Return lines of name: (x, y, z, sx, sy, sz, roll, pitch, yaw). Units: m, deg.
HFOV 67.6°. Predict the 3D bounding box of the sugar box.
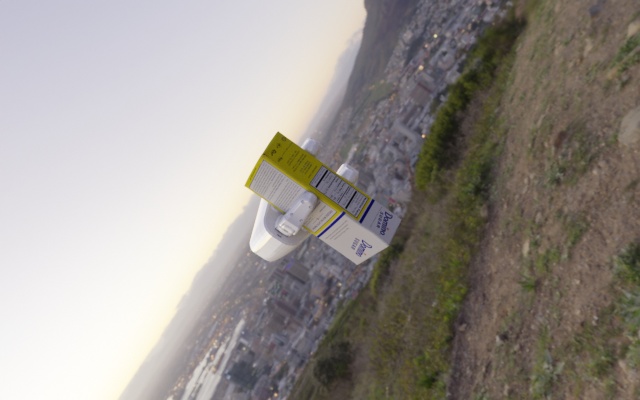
sugar box: (0.000, 0.001, 0.569, 0.176, 0.048, 0.093, 34, -29, -6)
